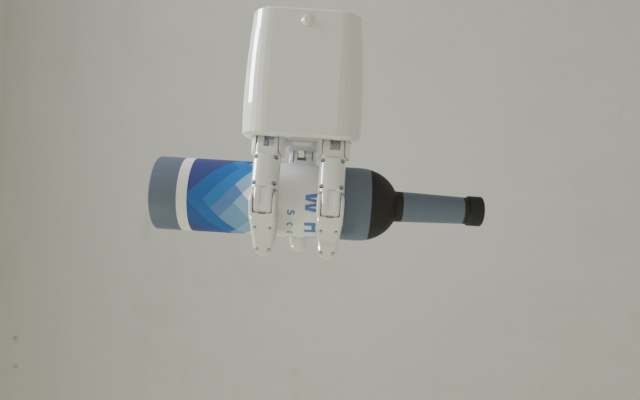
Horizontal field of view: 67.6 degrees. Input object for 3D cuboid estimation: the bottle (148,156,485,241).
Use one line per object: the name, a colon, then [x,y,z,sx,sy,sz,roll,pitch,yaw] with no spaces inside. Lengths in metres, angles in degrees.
bottle: [0.000,0.002,0.438,0.296,0.069,0.069,3,0,0]
